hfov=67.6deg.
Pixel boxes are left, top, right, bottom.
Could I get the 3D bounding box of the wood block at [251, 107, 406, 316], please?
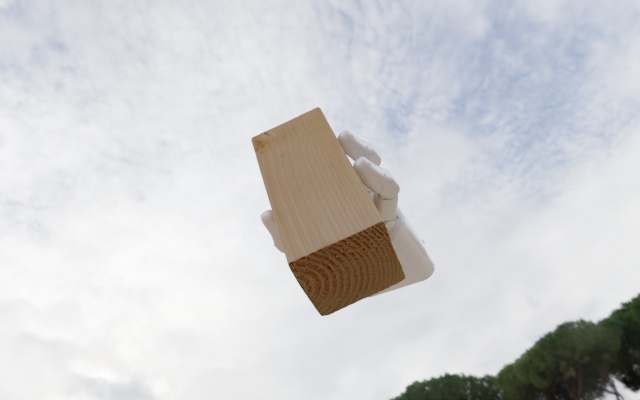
[{"bbox_3d":[0.000,0.002,0.500,0.091,0.090,0.206,-25,41,2],"label":"wood block"}]
